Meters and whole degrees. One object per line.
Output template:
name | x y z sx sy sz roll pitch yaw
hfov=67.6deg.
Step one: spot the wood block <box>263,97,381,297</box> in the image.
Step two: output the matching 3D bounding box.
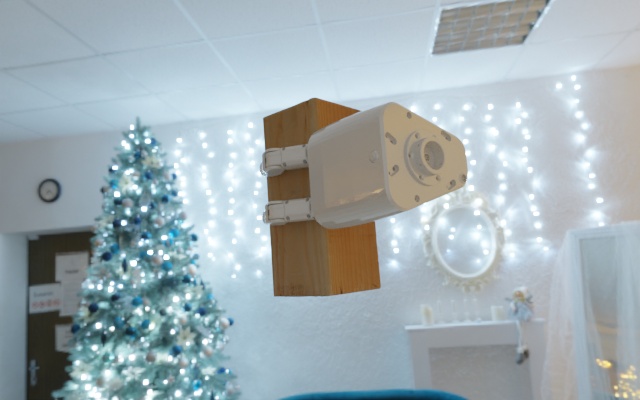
wood block | 0.001 0.002 0.547 0.090 0.206 0.091 -11 -10 43
